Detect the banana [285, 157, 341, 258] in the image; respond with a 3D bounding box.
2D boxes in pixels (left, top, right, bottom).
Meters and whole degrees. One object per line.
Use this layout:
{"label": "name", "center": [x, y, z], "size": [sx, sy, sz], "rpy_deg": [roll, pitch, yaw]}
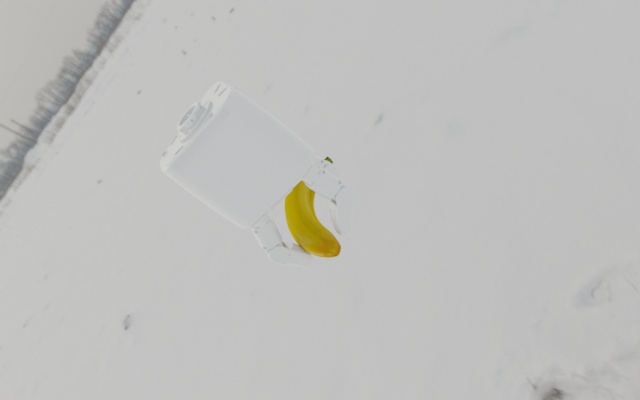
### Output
{"label": "banana", "center": [-0.014, 0.010, 0.590], "size": [0.070, 0.197, 0.037], "rpy_deg": [-37, -59, 22]}
